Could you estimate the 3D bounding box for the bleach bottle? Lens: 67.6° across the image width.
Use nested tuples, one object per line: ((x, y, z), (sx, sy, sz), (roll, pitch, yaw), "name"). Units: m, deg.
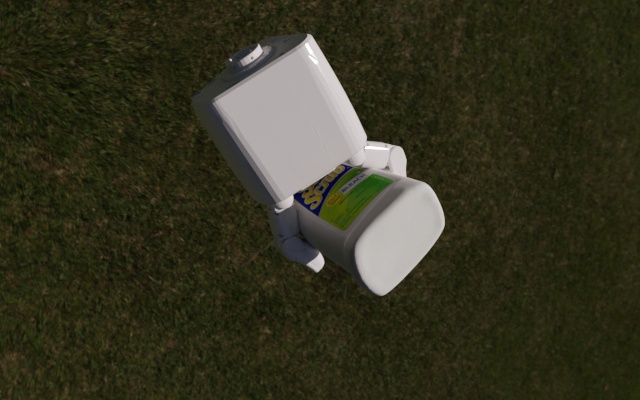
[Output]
((0.000, 0.002, 0.487), (0.102, 0.068, 0.250), (-43, 33, -17), "bleach bottle")
